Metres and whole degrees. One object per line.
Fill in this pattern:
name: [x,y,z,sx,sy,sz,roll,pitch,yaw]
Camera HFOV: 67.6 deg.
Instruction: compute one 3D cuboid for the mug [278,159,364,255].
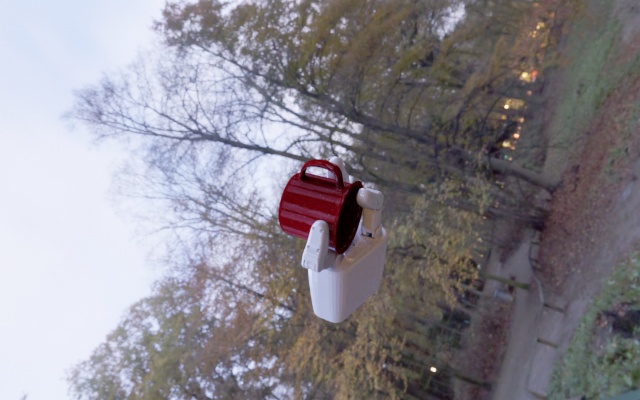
mug: [0.000,0.001,0.587,0.081,0.117,0.093,15,40,21]
